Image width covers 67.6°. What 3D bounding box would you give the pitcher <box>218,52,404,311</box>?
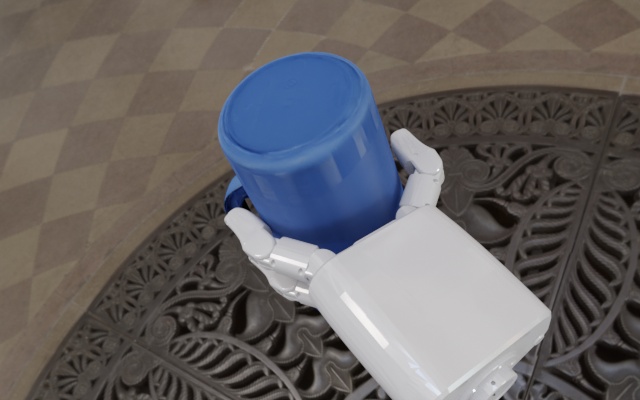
[{"bbox_3d":[0.000,0.001,0.410,0.145,0.149,0.243,46,-11,36],"label":"pitcher"}]
